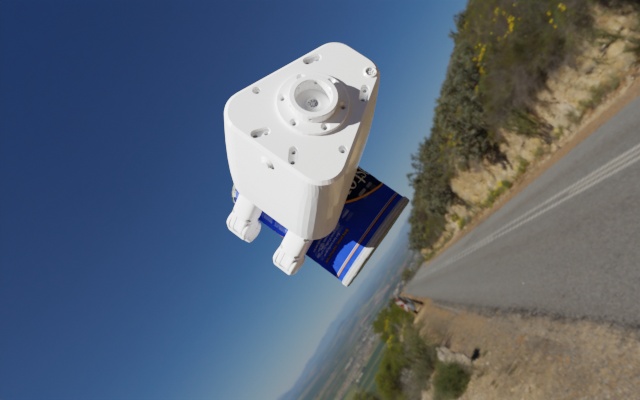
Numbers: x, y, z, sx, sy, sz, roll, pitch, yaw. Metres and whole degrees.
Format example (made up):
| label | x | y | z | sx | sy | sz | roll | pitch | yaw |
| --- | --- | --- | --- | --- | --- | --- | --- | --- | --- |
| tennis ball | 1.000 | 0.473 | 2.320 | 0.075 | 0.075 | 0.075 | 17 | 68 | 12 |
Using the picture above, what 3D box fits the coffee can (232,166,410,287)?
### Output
| label | x | y | z | sx | sy | sz | roll | pitch | yaw |
| --- | --- | --- | --- | --- | --- | --- | --- | --- | --- |
| coffee can | 0.000 | 0.002 | 0.469 | 0.140 | 0.103 | 0.103 | 35 | 7 | 10 |
